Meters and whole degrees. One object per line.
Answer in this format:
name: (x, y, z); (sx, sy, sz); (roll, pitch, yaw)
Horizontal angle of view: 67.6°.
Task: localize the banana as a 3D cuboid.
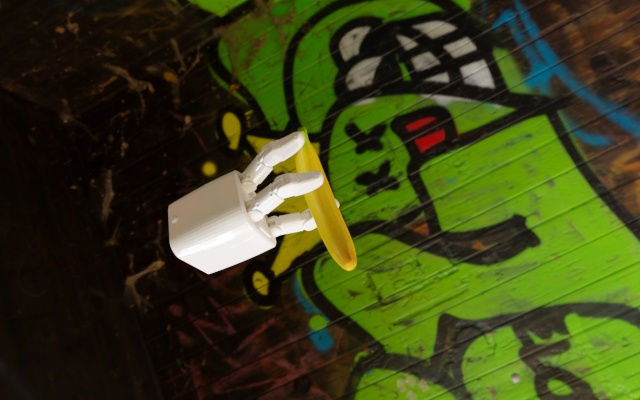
banana: (0.002, 0.004, 0.619); (0.037, 0.197, 0.070); (-23, -19, 2)
